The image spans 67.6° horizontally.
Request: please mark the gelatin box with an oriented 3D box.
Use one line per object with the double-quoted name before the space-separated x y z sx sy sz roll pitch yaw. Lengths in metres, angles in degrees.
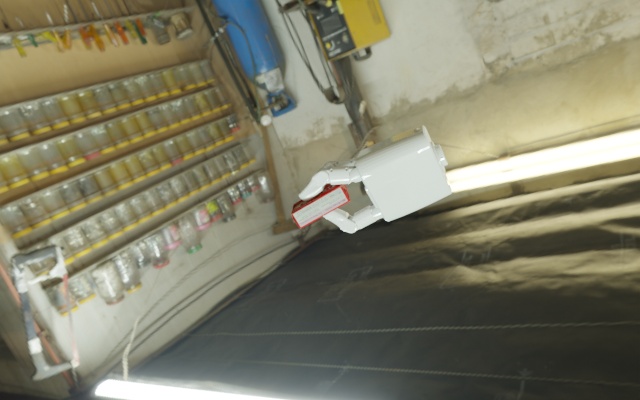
"gelatin box" 0.000 0.003 0.730 0.089 0.030 0.073 -30 10 5
